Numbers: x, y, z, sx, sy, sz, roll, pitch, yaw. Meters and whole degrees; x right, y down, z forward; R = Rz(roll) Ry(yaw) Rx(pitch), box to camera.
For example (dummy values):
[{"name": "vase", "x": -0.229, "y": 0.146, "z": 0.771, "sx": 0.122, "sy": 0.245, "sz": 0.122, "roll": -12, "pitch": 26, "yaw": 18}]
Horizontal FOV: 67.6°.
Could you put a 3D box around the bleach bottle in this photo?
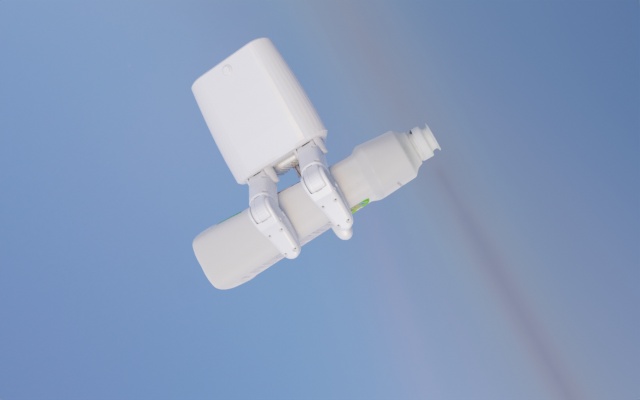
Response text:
[{"name": "bleach bottle", "x": 0.000, "y": 0.002, "z": 0.475, "sx": 0.251, "sy": 0.068, "sz": 0.102, "roll": -30, "pitch": -4, "yaw": 14}]
